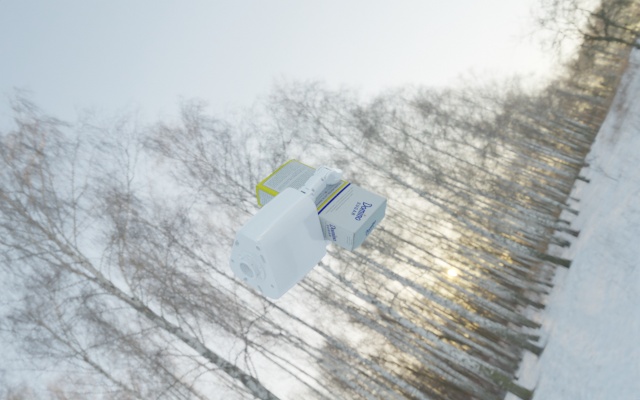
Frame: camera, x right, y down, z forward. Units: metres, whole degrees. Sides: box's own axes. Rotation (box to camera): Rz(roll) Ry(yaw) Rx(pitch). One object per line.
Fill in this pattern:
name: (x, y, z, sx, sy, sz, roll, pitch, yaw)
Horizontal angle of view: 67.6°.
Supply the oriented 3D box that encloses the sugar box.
sugar box: (0.000, 0.003, 0.715, 0.176, 0.048, 0.093, 27, 48, 24)
